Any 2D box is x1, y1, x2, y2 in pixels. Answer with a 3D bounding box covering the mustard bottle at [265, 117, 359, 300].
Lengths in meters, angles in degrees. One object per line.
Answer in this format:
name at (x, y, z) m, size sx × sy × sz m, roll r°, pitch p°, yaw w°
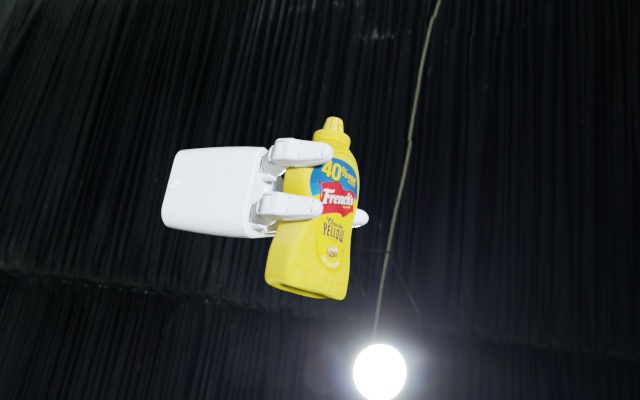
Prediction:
mustard bottle at (0.000, 0.002, 0.501) m, size 0.058 × 0.191 × 0.096 m, roll -6°, pitch -23°, yaw 41°
